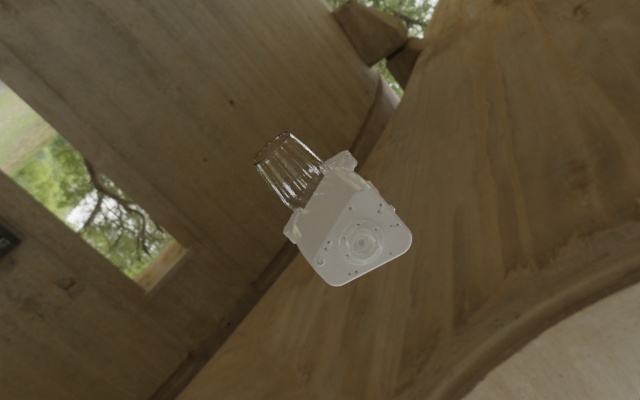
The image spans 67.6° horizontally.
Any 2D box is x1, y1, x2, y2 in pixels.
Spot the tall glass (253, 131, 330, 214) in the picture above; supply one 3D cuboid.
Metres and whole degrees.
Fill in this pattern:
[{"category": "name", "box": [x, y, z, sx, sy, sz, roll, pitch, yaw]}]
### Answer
[{"category": "tall glass", "box": [0.000, 0.003, 0.638, 0.201, 0.079, 0.079, 48, -21, -20]}]
